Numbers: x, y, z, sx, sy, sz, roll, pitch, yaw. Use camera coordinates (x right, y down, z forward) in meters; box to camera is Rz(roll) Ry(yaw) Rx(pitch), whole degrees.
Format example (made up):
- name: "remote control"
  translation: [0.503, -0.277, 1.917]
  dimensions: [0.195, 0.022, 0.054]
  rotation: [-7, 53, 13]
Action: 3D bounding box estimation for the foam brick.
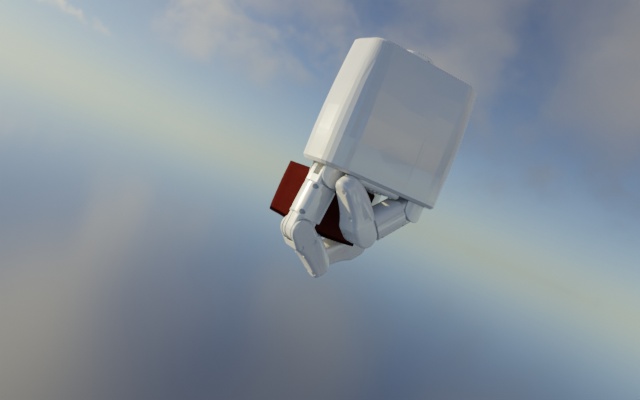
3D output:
- name: "foam brick"
  translation: [0.000, 0.001, 0.438]
  dimensions: [0.053, 0.051, 0.078]
  rotation: [21, 2, -36]
